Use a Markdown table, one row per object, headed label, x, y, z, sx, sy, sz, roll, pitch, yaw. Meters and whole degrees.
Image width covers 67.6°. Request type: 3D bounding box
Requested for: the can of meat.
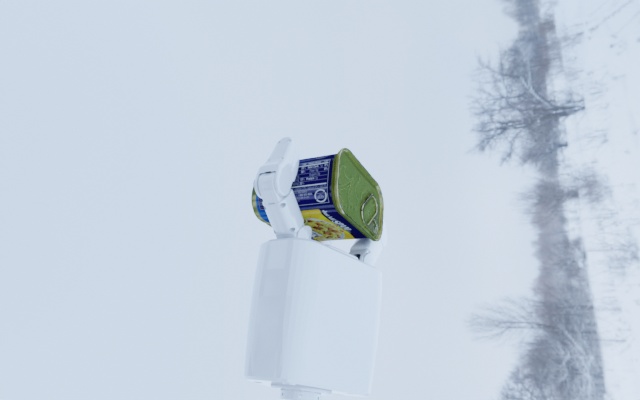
| label | x | y | z | sx | sy | sz | roll | pitch | yaw |
| --- | --- | --- | --- | --- | --- | --- | --- | --- | --- |
| can of meat | 0.000 | 0.001 | 0.428 | 0.084 | 0.057 | 0.102 | -7 | -25 | 26 |
